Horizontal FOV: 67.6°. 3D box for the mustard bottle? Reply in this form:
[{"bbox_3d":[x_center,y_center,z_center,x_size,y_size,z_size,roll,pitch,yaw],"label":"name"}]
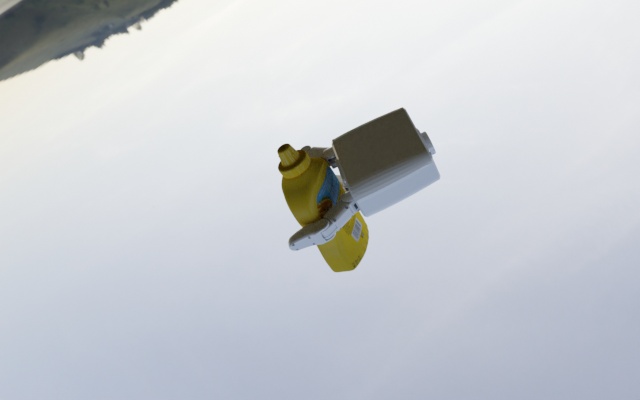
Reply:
[{"bbox_3d":[0.000,0.002,0.626,0.058,0.096,0.192,-10,-49,30],"label":"mustard bottle"}]
